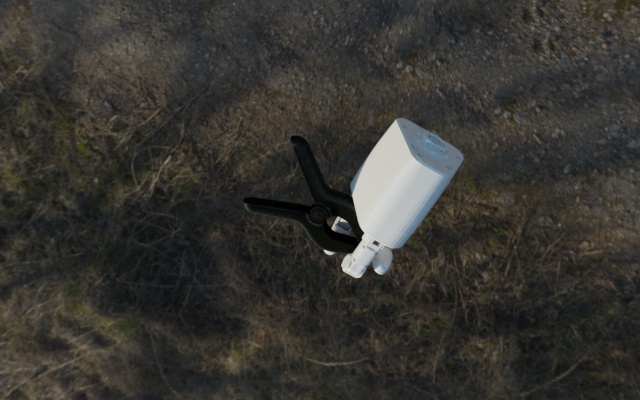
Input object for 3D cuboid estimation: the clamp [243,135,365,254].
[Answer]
[{"bbox_3d":[0.000,0.002,0.589,0.171,0.120,0.039,29,31,-4],"label":"clamp"}]
